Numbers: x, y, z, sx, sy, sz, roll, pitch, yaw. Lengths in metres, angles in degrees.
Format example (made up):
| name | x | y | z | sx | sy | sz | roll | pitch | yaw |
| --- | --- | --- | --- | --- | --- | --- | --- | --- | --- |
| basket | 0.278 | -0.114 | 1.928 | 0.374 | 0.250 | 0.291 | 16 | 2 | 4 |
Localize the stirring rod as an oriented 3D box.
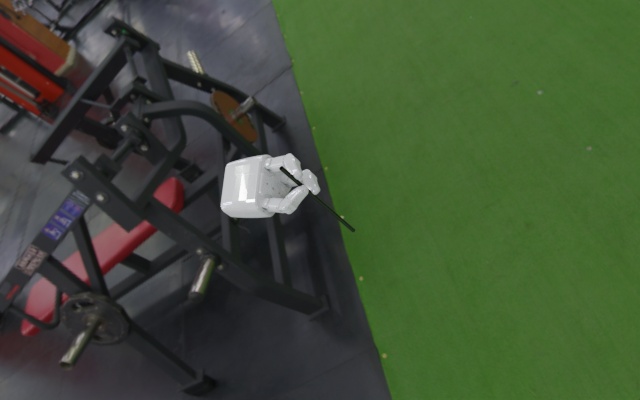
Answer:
| name | x | y | z | sx | sy | sz | roll | pitch | yaw |
| --- | --- | --- | --- | --- | --- | --- | --- | --- | --- |
| stirring rod | 0.000 | 0.003 | 0.896 | 0.011 | 0.011 | 0.240 | 0 | -29 | 40 |
